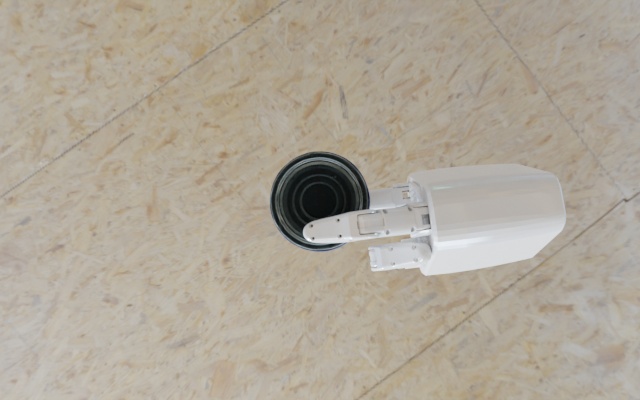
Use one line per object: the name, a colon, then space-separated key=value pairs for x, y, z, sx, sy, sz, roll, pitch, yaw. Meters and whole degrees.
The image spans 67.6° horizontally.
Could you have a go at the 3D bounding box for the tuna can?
tuna can: x=0.000 y=0.001 z=0.411 sx=0.086 sy=0.086 sz=0.034 roll=0 pitch=-3 yaw=5
